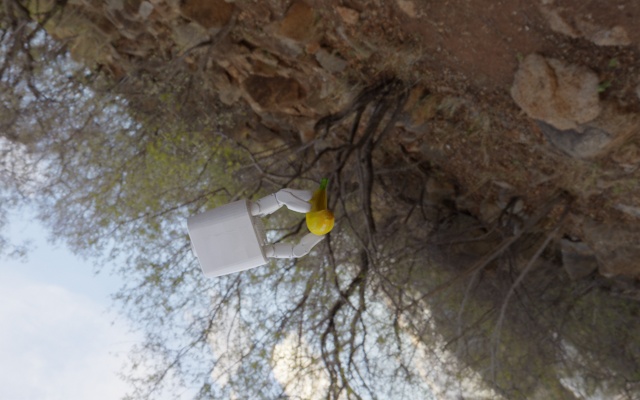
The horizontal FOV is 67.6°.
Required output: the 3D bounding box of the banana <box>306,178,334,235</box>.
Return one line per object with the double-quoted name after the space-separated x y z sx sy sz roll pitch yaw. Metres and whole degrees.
-0.003 0.019 0.783 0.037 0.070 0.197 7 18 -6 "banana"
